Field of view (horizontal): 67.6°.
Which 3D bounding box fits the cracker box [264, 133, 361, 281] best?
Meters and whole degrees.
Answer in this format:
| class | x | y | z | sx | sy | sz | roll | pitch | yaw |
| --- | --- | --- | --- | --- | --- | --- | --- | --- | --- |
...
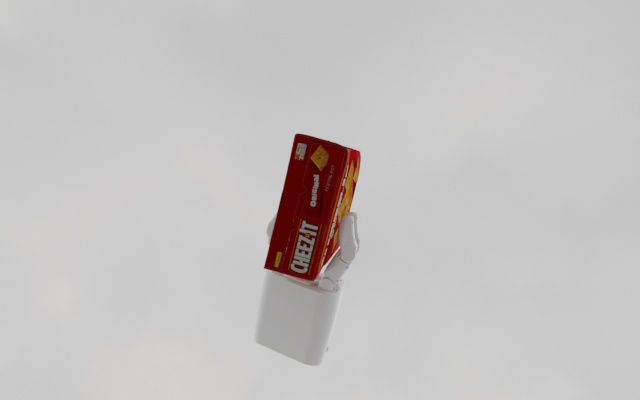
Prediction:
| class | x | y | z | sx | sy | sz | roll | pitch | yaw |
| --- | --- | --- | --- | --- | --- | --- | --- | --- | --- |
| cracker box | 0.000 | 0.002 | 0.646 | 0.072 | 0.164 | 0.213 | 14 | 7 | 7 |
